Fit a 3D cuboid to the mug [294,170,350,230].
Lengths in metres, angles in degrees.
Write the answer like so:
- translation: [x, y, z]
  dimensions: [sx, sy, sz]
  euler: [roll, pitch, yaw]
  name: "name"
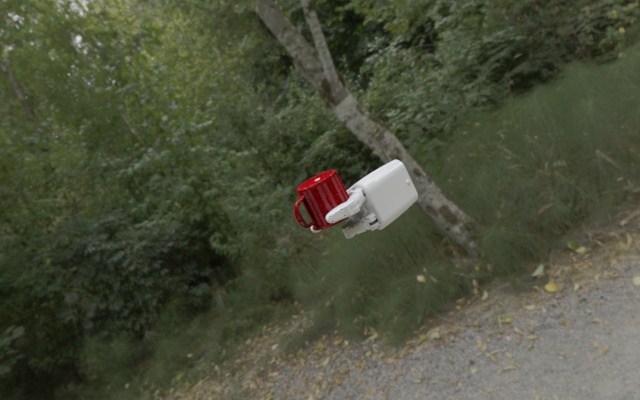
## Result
- translation: [-0.001, 0.003, 0.868]
  dimensions: [0.117, 0.081, 0.093]
  euler: [-33, 13, -28]
  name: "mug"
